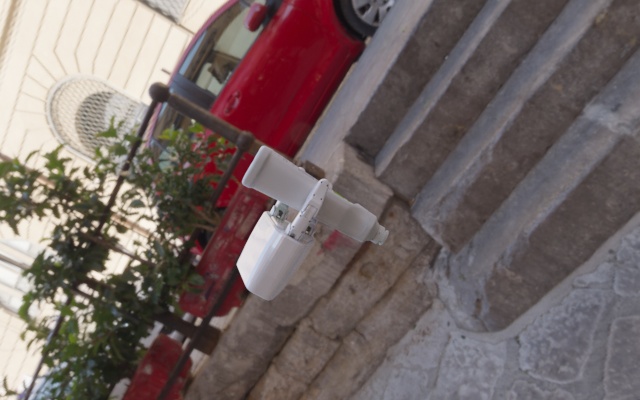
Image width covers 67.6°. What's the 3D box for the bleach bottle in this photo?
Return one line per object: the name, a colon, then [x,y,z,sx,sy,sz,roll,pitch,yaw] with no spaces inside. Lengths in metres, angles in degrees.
bleach bottle: [0.000,0.002,0.768,0.251,0.068,0.102,30,6,-10]
